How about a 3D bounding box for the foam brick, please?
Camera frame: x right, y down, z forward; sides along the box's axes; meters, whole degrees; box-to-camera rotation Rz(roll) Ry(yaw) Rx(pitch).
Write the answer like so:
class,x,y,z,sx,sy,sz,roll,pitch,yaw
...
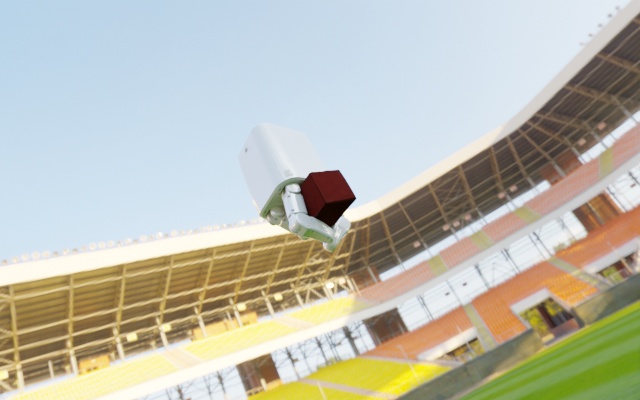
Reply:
class,x,y,z,sx,sy,sz,roll,pitch,yaw
foam brick,0.000,0.002,0.642,0.053,0.051,0.078,-7,-31,-37
